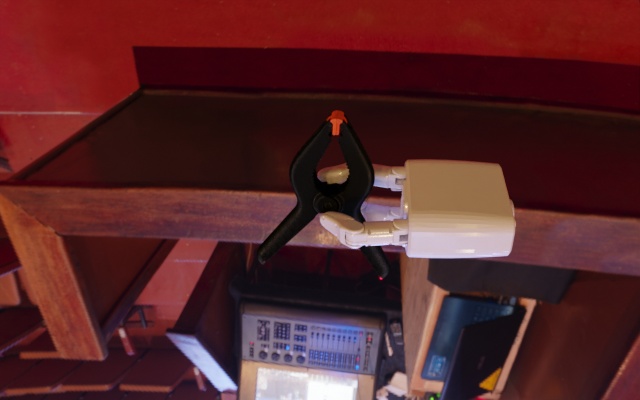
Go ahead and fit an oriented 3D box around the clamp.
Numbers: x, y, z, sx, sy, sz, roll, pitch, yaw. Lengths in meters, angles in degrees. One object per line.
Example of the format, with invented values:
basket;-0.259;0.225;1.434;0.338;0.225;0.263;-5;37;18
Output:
clamp;0.000;0.002;0.547;0.164;0.210;0.036;0;30;5
